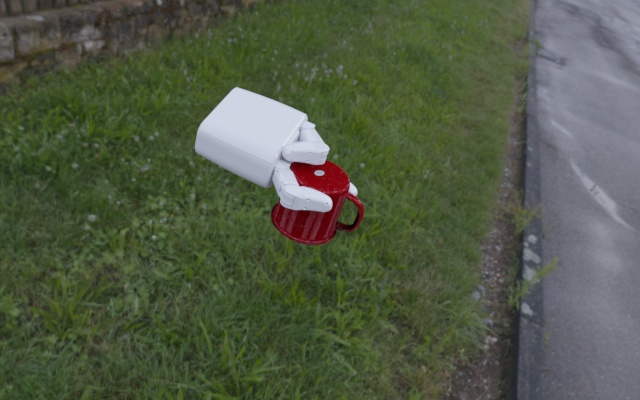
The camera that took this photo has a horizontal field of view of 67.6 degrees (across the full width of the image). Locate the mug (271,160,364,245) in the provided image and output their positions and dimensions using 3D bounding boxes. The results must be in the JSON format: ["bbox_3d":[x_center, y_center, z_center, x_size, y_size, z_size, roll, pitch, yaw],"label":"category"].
[{"bbox_3d":[0.001,0.002,0.620,0.117,0.081,0.093,24,35,5],"label":"mug"}]
